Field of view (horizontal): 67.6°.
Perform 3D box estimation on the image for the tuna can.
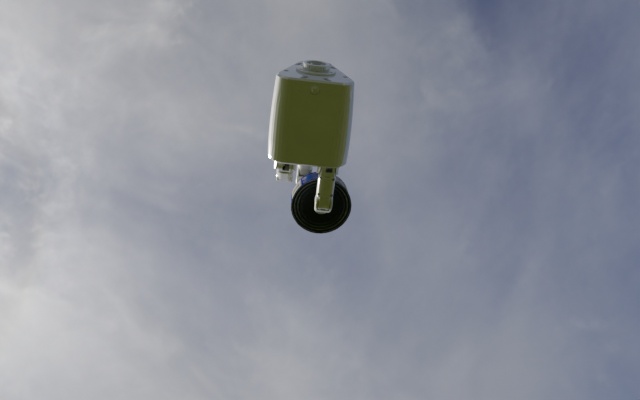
[{"bbox_3d":[0.000,0.002,0.687,0.086,0.086,0.033,0,25,-4],"label":"tuna can"}]
